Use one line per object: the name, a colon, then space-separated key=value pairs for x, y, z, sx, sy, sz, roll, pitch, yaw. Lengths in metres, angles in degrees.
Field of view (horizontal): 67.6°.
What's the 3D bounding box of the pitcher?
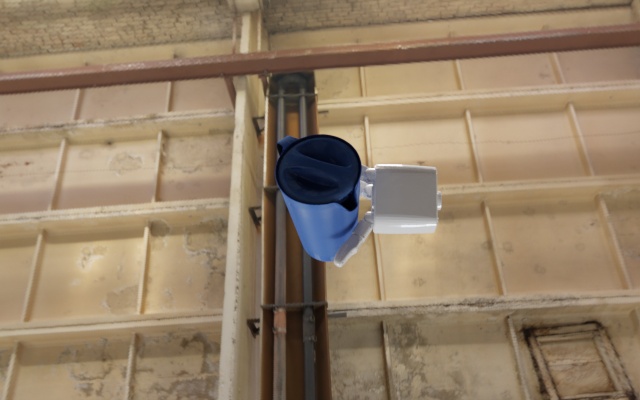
pitcher: x=0.000 y=0.003 z=0.827 sx=0.145 sy=0.149 sz=0.243 roll=1 pitch=-31 yaw=6
